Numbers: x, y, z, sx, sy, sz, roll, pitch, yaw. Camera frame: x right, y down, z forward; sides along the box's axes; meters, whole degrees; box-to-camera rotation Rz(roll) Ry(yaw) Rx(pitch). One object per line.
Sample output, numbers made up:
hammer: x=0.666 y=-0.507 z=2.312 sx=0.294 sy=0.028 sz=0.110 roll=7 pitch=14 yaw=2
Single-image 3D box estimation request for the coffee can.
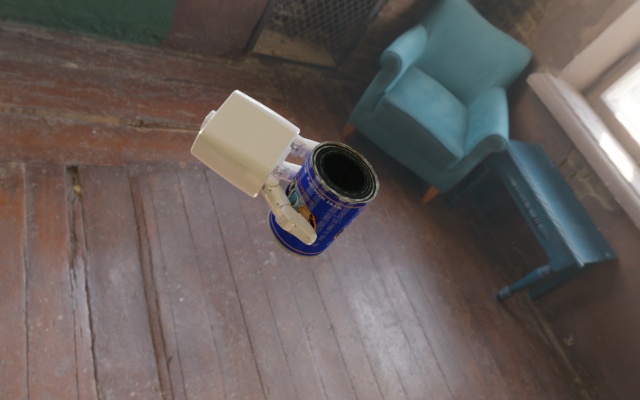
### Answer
coffee can: x=0.000 y=0.002 z=0.665 sx=0.103 sy=0.102 sz=0.140 roll=0 pitch=-35 yaw=-35
